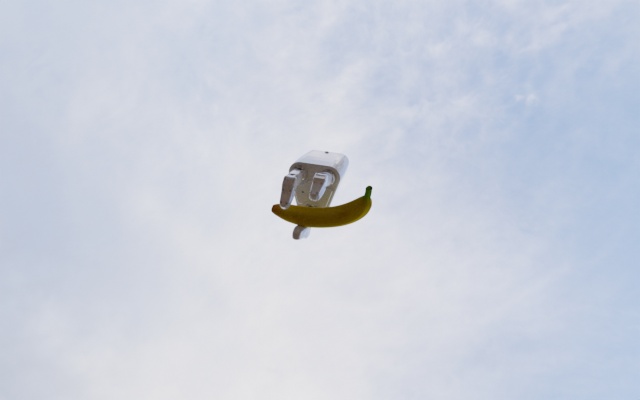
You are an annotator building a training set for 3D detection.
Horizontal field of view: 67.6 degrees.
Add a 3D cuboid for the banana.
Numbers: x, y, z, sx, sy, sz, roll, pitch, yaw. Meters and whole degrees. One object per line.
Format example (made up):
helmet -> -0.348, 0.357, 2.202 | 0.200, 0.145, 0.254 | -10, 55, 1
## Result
banana -> 0.010, 0.018, 0.828 | 0.198, 0.070, 0.037 | -12, 25, 26
